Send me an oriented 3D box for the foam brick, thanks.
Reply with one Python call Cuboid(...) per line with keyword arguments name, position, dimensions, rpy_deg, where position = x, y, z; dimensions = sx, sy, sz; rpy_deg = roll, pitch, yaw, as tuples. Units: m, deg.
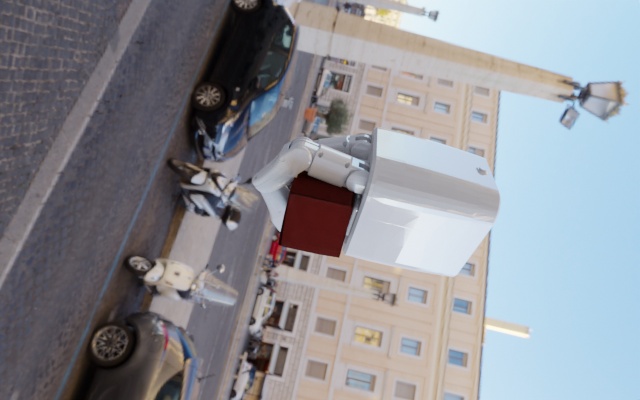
Cuboid(name="foam brick", position=(0.000, 0.002, 0.401), dimensions=(0.051, 0.053, 0.078), rpy_deg=(14, 32, -1))
